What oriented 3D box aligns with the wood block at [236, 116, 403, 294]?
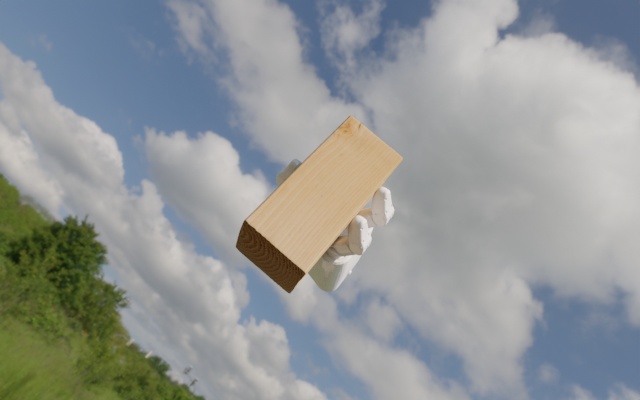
[{"bbox_3d":[0.000,0.002,0.597,0.091,0.206,0.090,40,-30,5],"label":"wood block"}]
